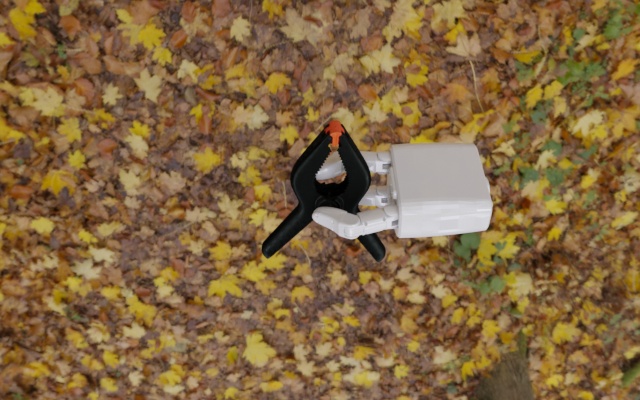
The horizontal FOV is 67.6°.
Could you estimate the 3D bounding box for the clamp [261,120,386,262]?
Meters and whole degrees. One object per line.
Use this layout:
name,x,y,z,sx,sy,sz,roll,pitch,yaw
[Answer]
clamp,0.000,0.002,0.582,0.164,0.210,0.036,-4,39,0
